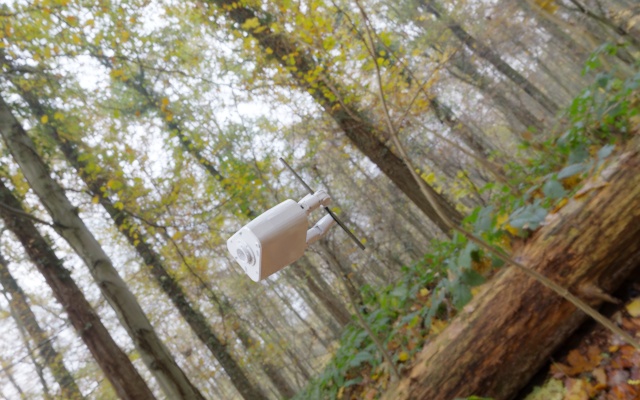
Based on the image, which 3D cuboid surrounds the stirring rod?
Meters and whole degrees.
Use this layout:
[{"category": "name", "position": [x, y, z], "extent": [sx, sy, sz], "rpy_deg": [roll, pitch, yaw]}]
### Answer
[{"category": "stirring rod", "position": [0.000, 0.003, 0.893], "extent": [0.011, 0.239, 0.011], "rpy_deg": [-39, -17, -14]}]
